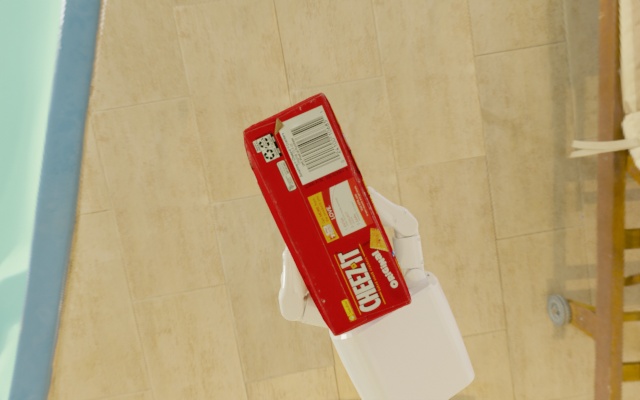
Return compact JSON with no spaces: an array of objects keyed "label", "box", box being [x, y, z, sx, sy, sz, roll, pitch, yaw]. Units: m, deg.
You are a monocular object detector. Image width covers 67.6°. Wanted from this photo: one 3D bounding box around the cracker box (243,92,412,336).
[{"label":"cracker box","box":[0.000,0.001,0.434,0.072,0.164,0.213,-24,7,0]}]
